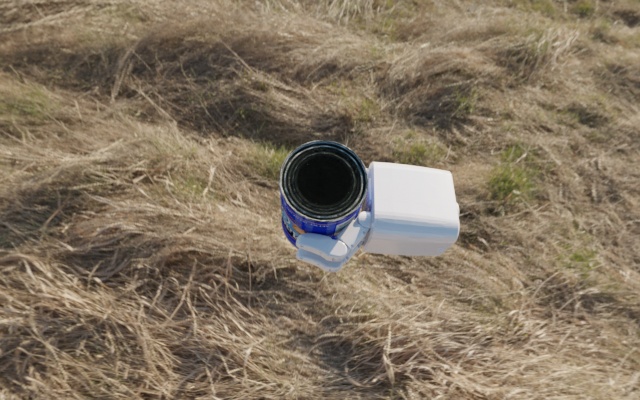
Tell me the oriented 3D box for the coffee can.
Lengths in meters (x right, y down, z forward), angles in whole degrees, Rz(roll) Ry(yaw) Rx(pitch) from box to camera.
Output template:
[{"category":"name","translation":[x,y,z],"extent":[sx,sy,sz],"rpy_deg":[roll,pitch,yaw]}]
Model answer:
[{"category":"coffee can","translation":[0.000,0.002,0.606],"extent":[0.103,0.102,0.140],"rpy_deg":[0,-21,-3]}]
